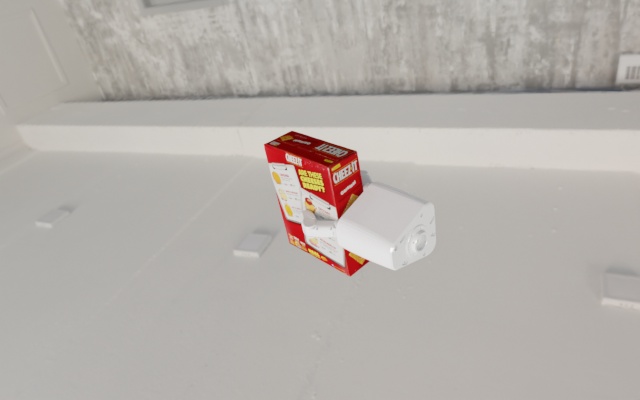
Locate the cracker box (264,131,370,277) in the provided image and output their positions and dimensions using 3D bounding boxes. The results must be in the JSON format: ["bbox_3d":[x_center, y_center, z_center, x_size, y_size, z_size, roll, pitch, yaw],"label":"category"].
[{"bbox_3d":[0.000,0.003,0.810,0.072,0.214,0.164,-33,38,-31],"label":"cracker box"}]
